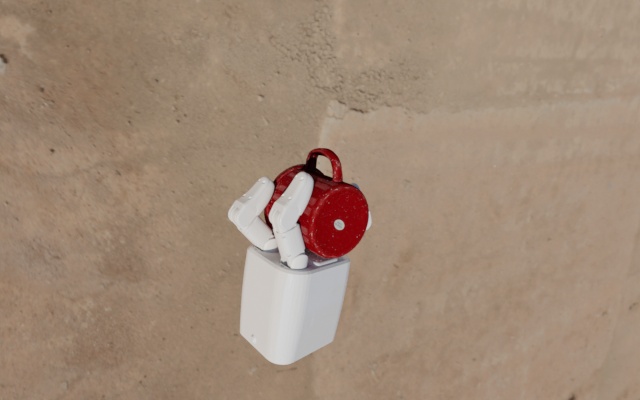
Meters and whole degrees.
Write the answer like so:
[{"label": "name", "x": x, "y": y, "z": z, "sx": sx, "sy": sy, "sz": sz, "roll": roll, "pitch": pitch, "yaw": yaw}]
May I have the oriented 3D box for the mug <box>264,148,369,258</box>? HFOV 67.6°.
[{"label": "mug", "x": 0.000, "y": 0.000, "z": 0.519, "sx": 0.093, "sy": 0.117, "sz": 0.081, "roll": 0, "pitch": 14, "yaw": -38}]
